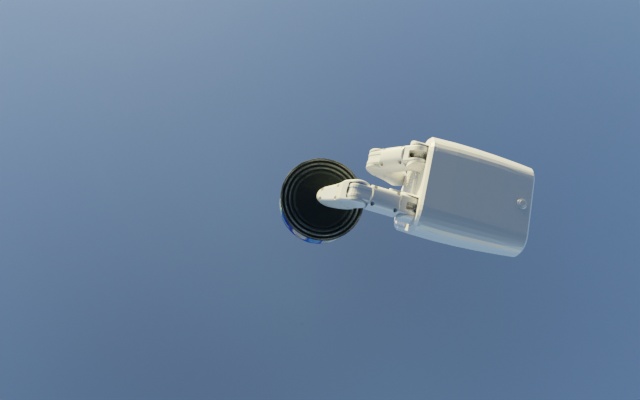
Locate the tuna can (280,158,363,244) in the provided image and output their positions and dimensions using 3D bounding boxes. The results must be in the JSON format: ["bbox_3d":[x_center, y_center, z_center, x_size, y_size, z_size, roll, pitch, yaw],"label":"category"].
[{"bbox_3d":[0.000,0.002,0.498,0.086,0.086,0.034,0,-13,-8],"label":"tuna can"}]
